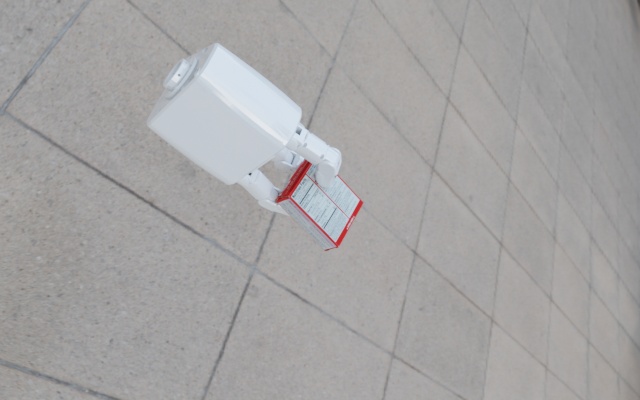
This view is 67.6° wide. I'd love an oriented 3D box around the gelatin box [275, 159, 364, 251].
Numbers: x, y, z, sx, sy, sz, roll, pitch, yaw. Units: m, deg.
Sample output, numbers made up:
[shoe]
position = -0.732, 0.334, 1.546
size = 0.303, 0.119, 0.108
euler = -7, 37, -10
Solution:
[gelatin box]
position = 0.001, 0.002, 0.553
size = 0.089, 0.073, 0.030
euler = 46, -37, -19
